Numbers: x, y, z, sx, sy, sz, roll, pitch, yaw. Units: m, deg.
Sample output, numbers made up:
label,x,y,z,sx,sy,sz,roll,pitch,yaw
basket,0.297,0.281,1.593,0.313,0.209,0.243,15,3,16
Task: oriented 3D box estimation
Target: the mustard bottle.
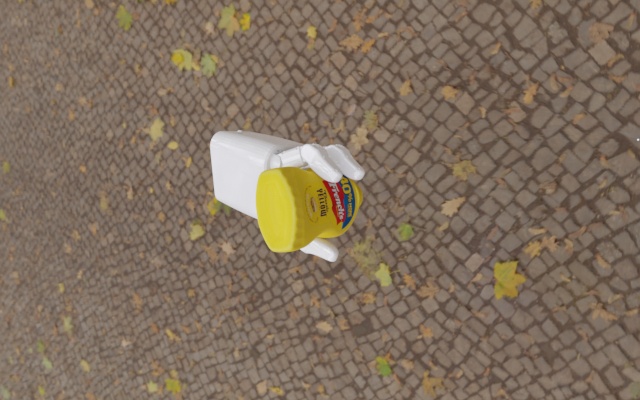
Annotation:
label,x,y,z,sx,sy,sz,roll,pitch,yaw
mustard bottle,0.000,0.002,0.608,0.058,0.096,0.191,-9,1,34
